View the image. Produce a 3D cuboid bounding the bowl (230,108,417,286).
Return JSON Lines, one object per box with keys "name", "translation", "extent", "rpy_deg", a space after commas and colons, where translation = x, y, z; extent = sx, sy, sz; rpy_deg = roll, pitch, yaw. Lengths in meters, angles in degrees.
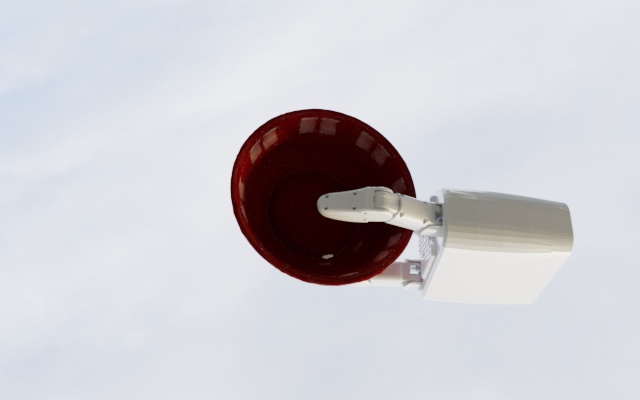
{"name": "bowl", "translation": [-0.001, 0.001, 0.422], "extent": [0.162, 0.162, 0.055], "rpy_deg": [0, -22, -15]}
